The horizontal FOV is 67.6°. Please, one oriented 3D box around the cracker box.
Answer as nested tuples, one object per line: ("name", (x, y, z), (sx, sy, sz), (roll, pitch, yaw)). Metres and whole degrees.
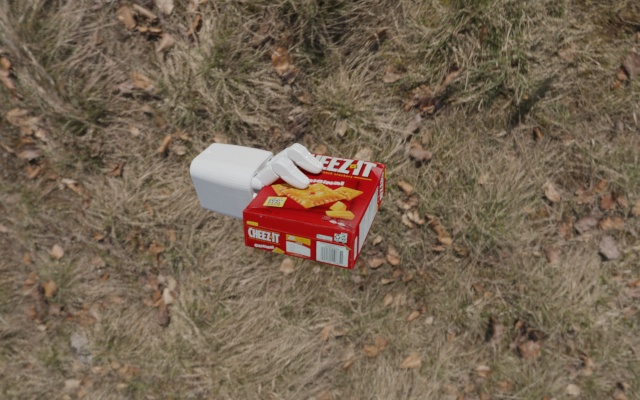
("cracker box", (0.000, 0.003, 0.737), (0.164, 0.072, 0.213), (11, 33, 15))
